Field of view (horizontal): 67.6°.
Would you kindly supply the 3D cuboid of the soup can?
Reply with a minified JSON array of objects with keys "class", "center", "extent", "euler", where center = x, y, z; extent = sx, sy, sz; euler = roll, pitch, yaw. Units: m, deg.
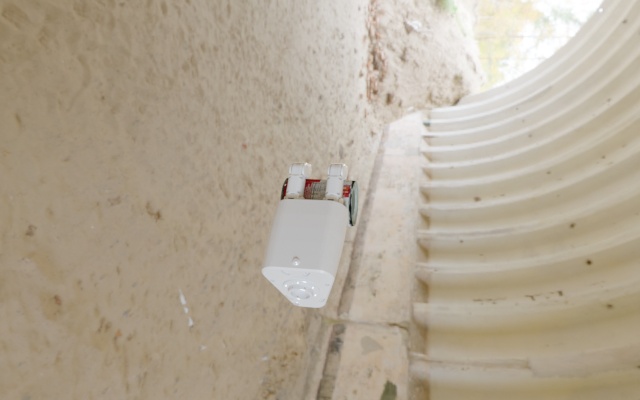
[{"class":"soup can","center":[0.000,0.002,0.693],"extent":[0.102,0.068,0.068],"euler":[2,0,13]}]
